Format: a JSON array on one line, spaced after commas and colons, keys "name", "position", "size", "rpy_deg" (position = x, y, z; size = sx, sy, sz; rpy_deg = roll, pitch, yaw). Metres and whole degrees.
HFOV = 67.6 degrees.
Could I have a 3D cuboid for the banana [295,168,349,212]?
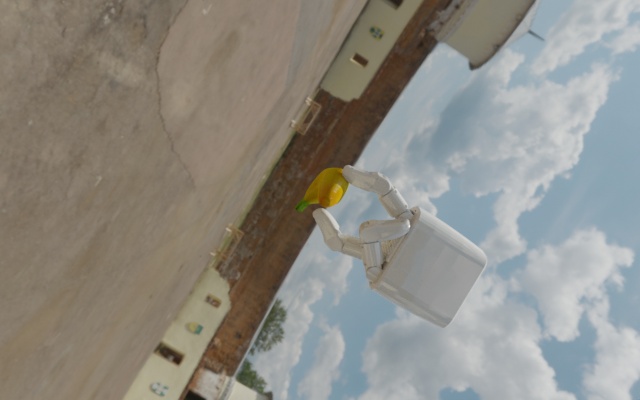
[{"name": "banana", "position": [0.009, -0.013, 0.628], "size": [0.037, 0.069, 0.198], "rpy_deg": [32, -9, -6]}]
